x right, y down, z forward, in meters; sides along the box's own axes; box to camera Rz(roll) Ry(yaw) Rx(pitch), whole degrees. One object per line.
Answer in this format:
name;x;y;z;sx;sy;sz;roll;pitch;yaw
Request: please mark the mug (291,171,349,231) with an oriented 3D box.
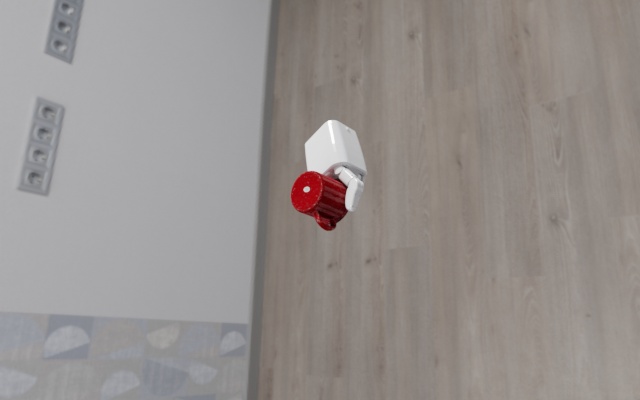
mug;0.000;0.004;0.897;0.093;0.117;0.081;-29;-32;31
